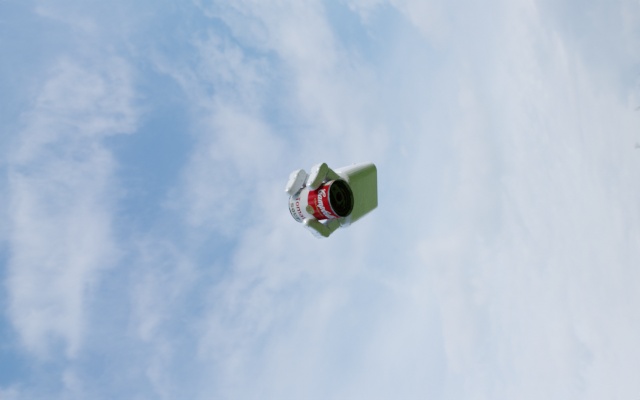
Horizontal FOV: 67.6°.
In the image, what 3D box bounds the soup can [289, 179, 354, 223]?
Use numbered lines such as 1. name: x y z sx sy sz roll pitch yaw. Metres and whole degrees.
1. soup can: 0.000 0.003 0.864 0.102 0.068 0.068 -11 -7 42
